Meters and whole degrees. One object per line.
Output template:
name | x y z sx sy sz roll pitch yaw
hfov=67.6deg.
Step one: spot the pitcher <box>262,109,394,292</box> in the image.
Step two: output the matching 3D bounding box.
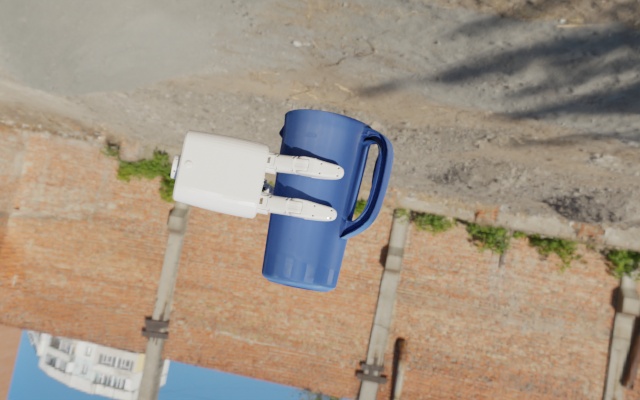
pitcher | 0.000 0.002 0.677 0.145 0.243 0.149 12 -6 -15
